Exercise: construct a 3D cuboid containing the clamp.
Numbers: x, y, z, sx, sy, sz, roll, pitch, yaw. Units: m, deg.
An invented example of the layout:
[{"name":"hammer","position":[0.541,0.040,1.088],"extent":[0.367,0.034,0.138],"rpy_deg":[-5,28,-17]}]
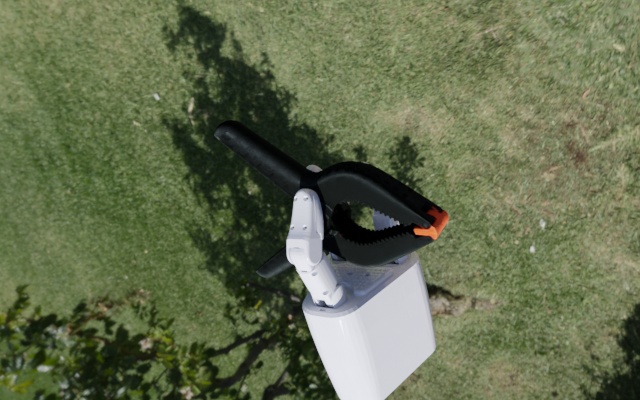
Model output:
[{"name":"clamp","position":[0.000,0.002,0.406],"extent":[0.210,0.165,0.036],"rpy_deg":[-2,27,36]}]
